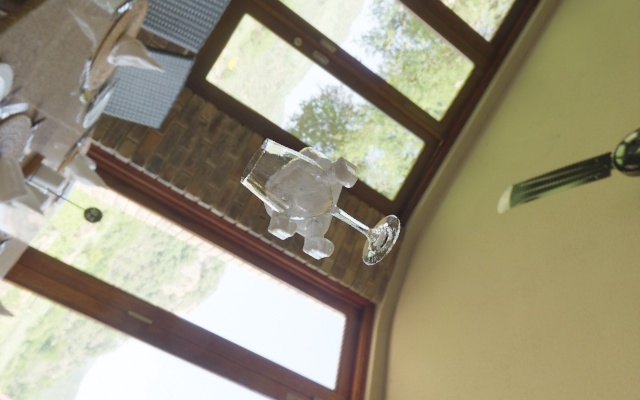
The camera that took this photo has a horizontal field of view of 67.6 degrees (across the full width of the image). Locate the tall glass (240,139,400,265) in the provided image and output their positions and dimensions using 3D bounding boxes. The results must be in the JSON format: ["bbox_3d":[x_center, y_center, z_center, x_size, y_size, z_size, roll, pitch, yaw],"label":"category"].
[{"bbox_3d":[0.001,0.002,0.604,0.201,0.079,0.079,32,-11,-18],"label":"tall glass"}]
